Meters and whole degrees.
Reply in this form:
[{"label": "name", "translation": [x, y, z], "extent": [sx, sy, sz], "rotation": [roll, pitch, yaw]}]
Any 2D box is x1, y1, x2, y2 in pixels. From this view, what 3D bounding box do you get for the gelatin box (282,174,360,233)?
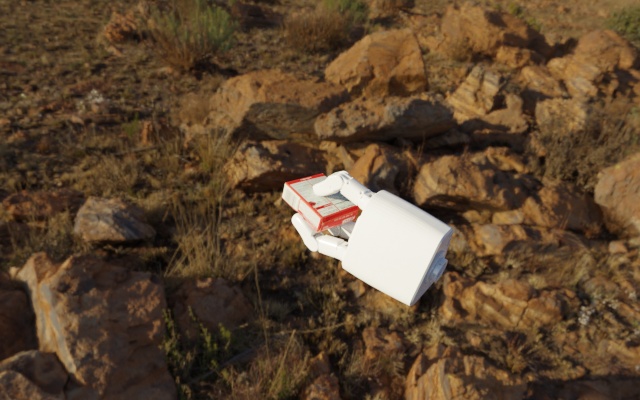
[{"label": "gelatin box", "translation": [0.000, 0.002, 0.683], "extent": [0.073, 0.030, 0.089], "rotation": [-17, 47, -39]}]
